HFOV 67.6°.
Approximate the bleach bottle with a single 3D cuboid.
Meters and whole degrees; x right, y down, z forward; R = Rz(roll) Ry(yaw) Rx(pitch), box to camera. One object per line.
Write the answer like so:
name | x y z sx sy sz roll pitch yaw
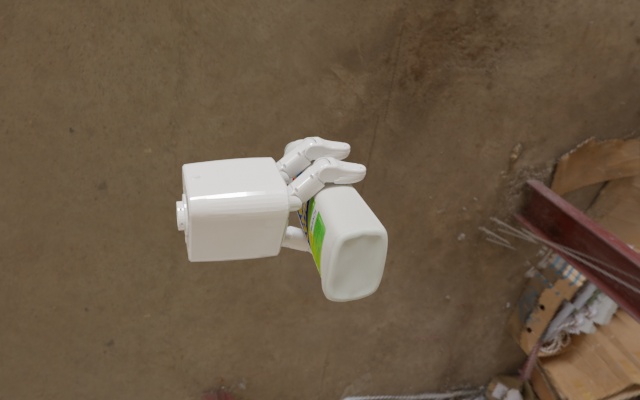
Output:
bleach bottle | 0.000 0.002 0.592 0.068 0.103 0.250 -6 34 -18
